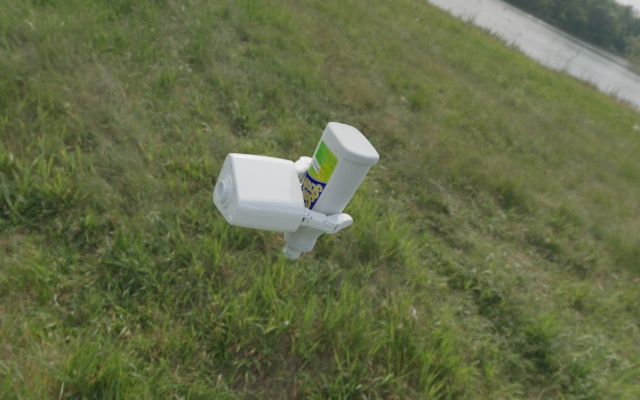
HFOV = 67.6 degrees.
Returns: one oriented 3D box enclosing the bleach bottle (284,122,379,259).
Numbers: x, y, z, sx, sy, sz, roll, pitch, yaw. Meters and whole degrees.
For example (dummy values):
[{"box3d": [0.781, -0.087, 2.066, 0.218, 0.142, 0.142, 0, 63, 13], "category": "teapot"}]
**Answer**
[{"box3d": [0.000, 0.002, 0.788, 0.068, 0.251, 0.102, 7, 35, -32], "category": "bleach bottle"}]
